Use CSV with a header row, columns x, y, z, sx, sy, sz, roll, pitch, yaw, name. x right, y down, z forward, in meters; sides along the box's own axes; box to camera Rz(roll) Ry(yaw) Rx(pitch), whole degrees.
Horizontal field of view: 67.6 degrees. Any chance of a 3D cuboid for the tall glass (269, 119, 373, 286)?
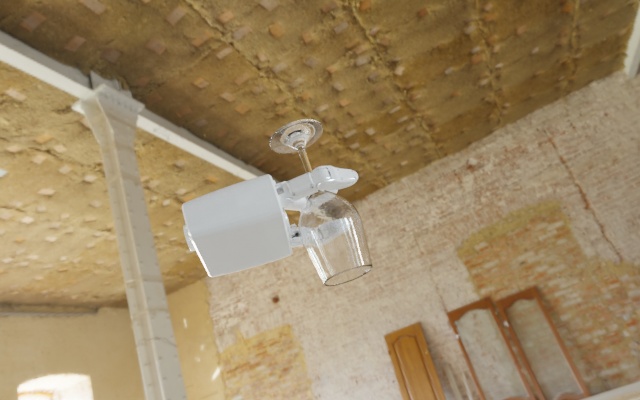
x,y,z,sx,sy,sz,roll,pitch,yaw,name
0.000,0.001,0.594,0.079,0.201,0.079,-18,-22,-7,tall glass
